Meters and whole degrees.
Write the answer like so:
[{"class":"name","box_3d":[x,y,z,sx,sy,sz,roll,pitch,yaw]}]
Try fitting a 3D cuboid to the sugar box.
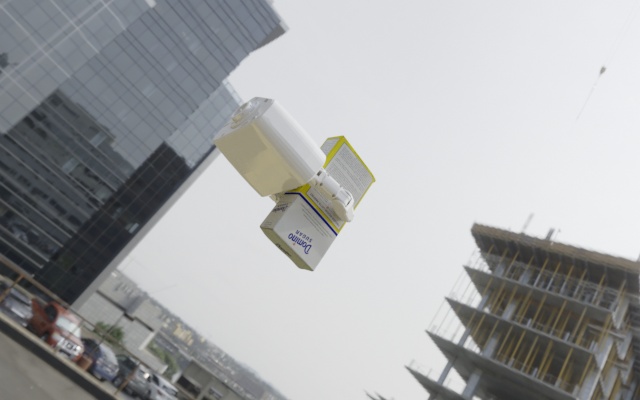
[{"class":"sugar box","box_3d":[0.000,0.002,0.677,0.093,0.176,0.048,49,-24,-27]}]
